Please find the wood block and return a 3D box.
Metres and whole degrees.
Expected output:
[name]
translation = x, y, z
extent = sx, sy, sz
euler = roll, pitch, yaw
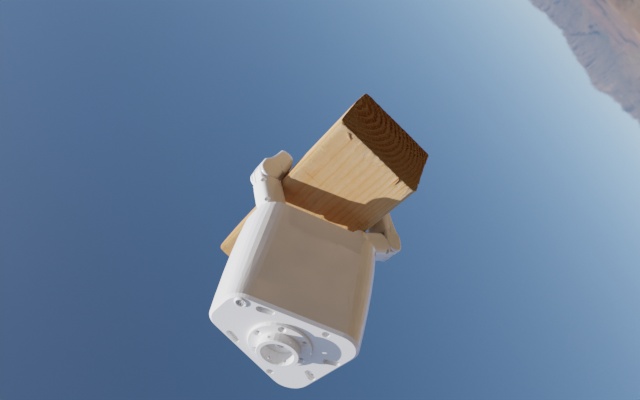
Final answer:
[wood block]
translation = 0.000, 0.002, 0.492
extent = 0.206, 0.091, 0.090
euler = -42, 7, 34
